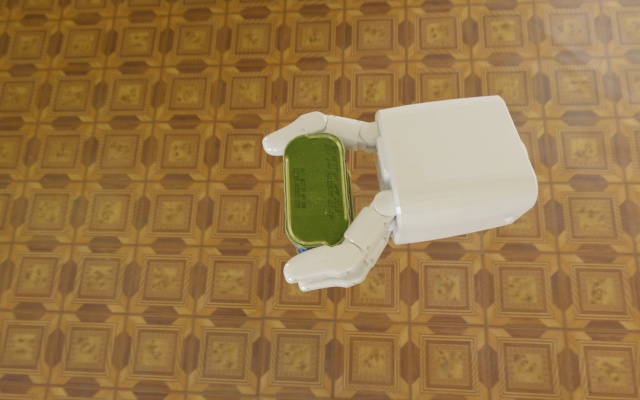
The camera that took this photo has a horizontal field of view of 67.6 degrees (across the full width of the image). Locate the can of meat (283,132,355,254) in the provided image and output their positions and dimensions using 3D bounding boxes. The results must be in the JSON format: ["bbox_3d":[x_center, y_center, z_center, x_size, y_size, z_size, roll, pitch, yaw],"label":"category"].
[{"bbox_3d":[0.000,0.001,0.417,0.057,0.102,0.084,-5,-16,4],"label":"can of meat"}]
